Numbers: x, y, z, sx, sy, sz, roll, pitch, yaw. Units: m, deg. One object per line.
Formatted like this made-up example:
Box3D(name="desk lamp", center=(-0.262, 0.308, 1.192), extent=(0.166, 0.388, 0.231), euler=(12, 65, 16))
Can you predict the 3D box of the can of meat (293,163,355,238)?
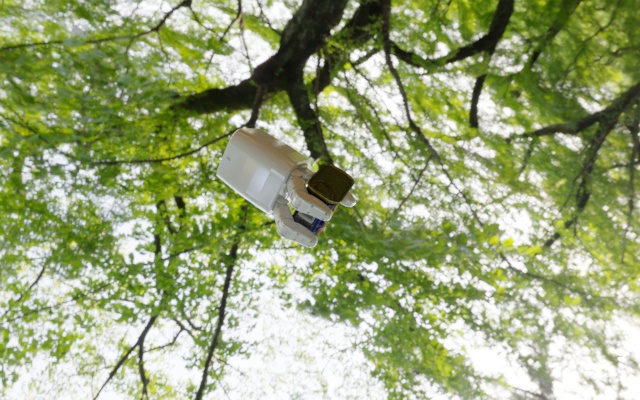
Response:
Box3D(name="can of meat", center=(0.000, 0.003, 0.737), extent=(0.057, 0.084, 0.102), euler=(33, 31, 4))
